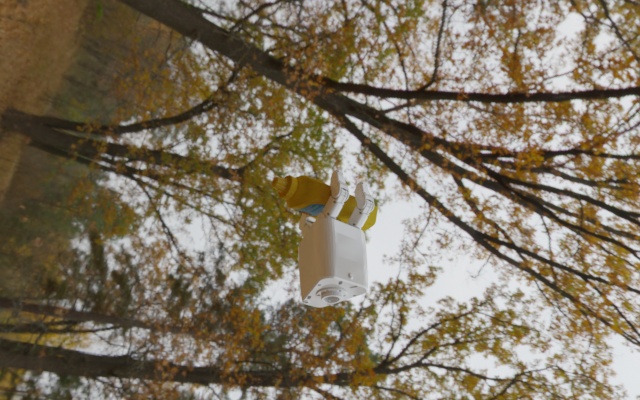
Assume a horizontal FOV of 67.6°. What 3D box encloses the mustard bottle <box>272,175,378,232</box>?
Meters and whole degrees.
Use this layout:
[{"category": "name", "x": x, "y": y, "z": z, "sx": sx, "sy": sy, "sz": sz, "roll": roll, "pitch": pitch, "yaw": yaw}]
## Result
[{"category": "mustard bottle", "x": 0.000, "y": 0.002, "z": 0.825, "sx": 0.192, "sy": 0.058, "sz": 0.096, "roll": 23, "pitch": -20, "yaw": -31}]
